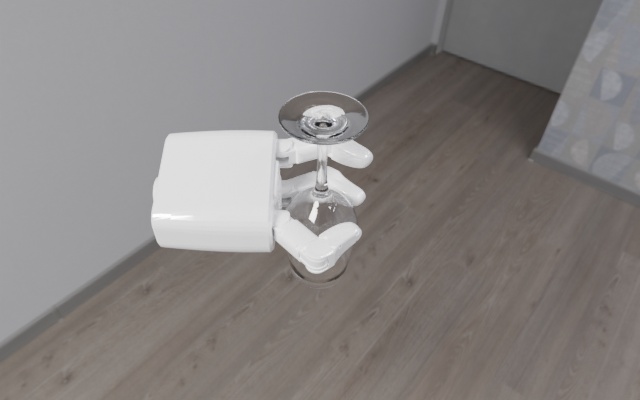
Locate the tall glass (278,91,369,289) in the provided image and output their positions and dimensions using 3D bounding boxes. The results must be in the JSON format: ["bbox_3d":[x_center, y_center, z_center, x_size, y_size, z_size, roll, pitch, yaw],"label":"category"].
[{"bbox_3d":[0.000,0.001,0.458,0.079,0.201,0.079,1,45,-1],"label":"tall glass"}]
